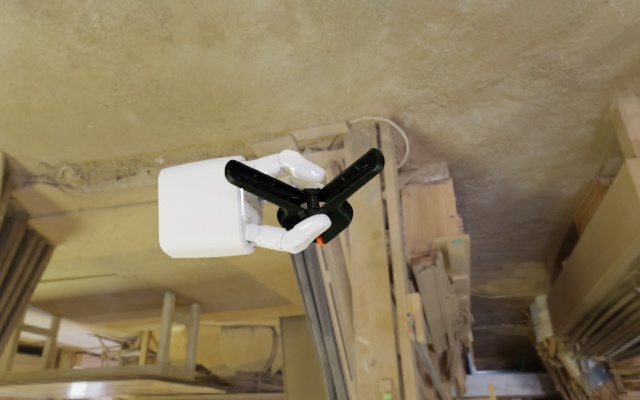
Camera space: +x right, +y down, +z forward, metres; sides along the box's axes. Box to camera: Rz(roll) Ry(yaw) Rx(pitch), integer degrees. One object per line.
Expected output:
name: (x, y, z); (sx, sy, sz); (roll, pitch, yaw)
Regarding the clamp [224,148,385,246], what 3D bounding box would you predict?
clamp: (0.000, 0.003, 0.562); (0.164, 0.036, 0.210); (-6, -27, 10)
